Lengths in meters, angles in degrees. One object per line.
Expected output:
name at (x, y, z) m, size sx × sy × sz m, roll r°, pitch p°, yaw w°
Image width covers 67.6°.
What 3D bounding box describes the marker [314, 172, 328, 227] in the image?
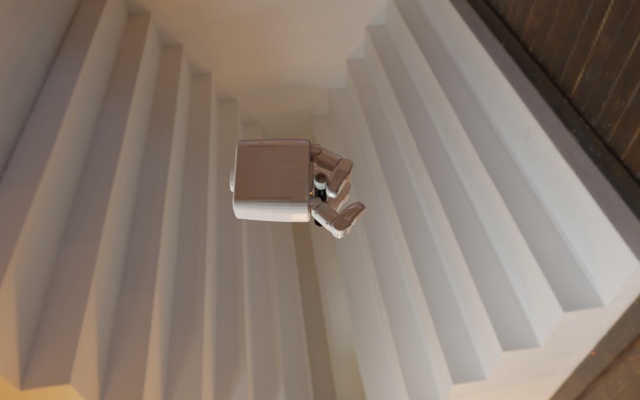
marker at (0.000, 0.002, 0.685) m, size 0.020 × 0.020 × 0.121 m, roll 0°, pitch -33°, yaw 0°
